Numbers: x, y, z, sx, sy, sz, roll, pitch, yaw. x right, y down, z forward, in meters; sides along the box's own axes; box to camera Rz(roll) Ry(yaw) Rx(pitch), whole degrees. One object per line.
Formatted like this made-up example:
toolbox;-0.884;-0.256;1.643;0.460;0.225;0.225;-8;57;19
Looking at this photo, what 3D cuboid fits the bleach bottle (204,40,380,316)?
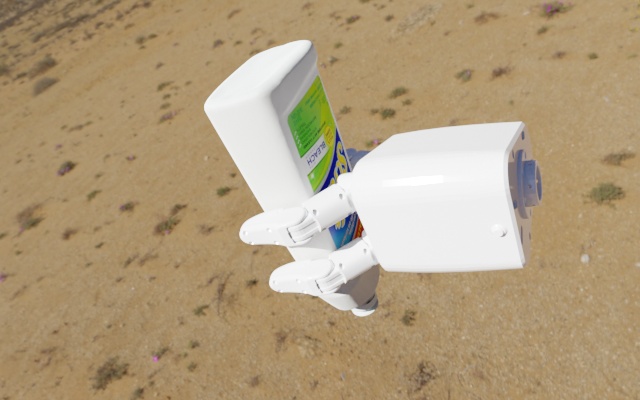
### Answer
bleach bottle;0.000;0.001;0.415;0.068;0.251;0.102;-5;37;31
